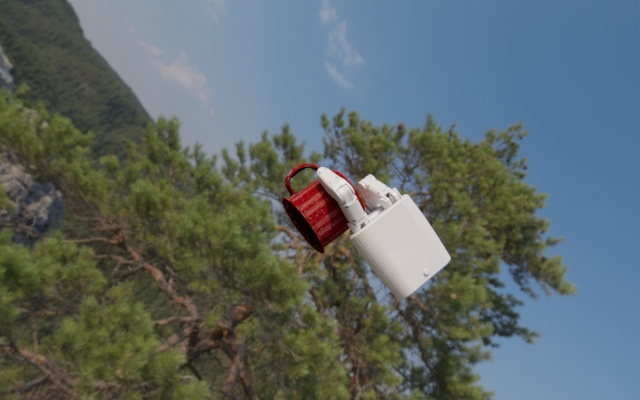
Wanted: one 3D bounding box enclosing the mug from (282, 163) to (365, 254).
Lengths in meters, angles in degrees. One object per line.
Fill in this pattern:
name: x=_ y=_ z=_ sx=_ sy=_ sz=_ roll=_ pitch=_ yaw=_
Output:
mug: x=-0.001 y=0.001 z=0.654 sx=0.081 sy=0.117 sz=0.093 roll=-36 pitch=2 yaw=-14
